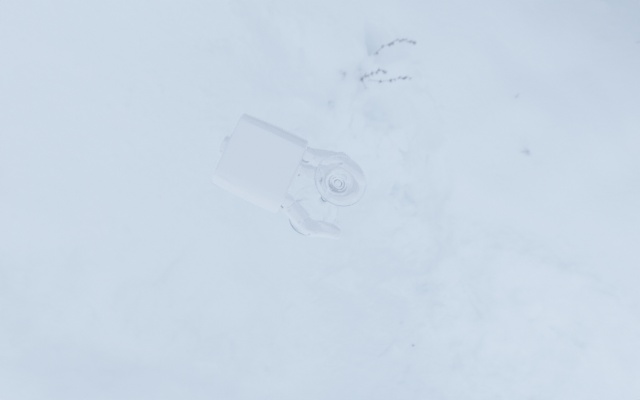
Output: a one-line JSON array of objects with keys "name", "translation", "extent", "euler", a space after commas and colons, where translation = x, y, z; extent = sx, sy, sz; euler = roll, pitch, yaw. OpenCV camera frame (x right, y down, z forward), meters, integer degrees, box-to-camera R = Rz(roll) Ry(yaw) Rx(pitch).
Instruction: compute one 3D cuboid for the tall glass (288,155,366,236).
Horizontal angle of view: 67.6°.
[{"name": "tall glass", "translation": [0.000, 0.002, 0.739], "extent": [0.079, 0.079, 0.201], "euler": [0, -18, -17]}]
